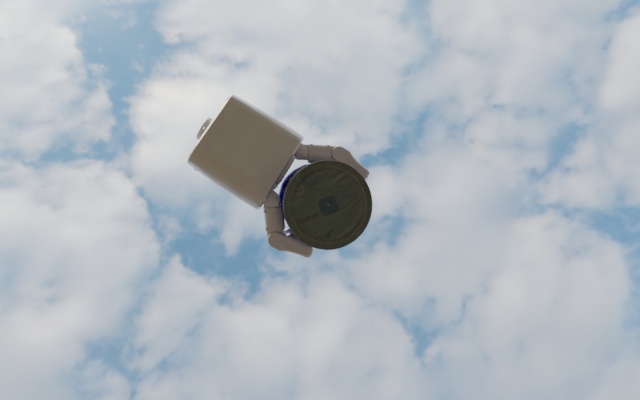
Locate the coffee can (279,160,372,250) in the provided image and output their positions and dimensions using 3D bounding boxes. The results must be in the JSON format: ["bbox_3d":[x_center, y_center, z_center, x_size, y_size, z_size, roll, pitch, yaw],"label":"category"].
[{"bbox_3d":[0.000,0.002,0.609,0.103,0.103,0.140,0,3,-7],"label":"coffee can"}]
